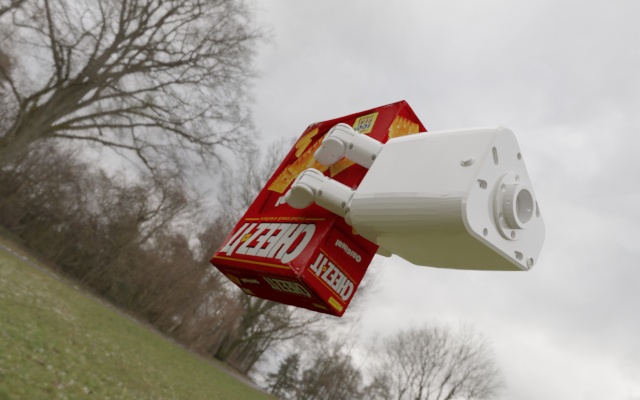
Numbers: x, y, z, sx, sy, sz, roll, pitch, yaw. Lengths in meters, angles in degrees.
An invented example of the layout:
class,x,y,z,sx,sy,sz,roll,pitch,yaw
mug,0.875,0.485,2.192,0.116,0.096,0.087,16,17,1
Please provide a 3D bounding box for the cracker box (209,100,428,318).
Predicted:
class,x,y,z,sx,sy,sz,roll,pitch,yaw
cracker box,0.000,0.002,0.501,0.164,0.213,0.072,-3,-43,51
